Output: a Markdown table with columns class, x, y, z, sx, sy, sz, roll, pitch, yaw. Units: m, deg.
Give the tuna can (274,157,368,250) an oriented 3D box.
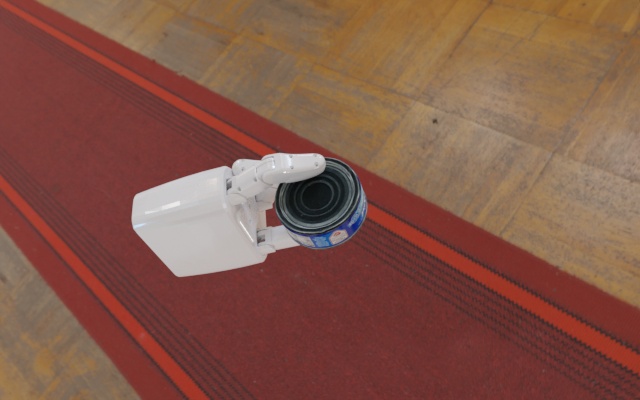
| class | x | y | z | sx | sy | sz | roll | pitch | yaw |
| --- | --- | --- | --- | --- | --- | --- | --- | --- | --- |
| tuna can | 0.000 | 0.001 | 0.458 | 0.086 | 0.086 | 0.034 | 0 | -29 | 17 |
